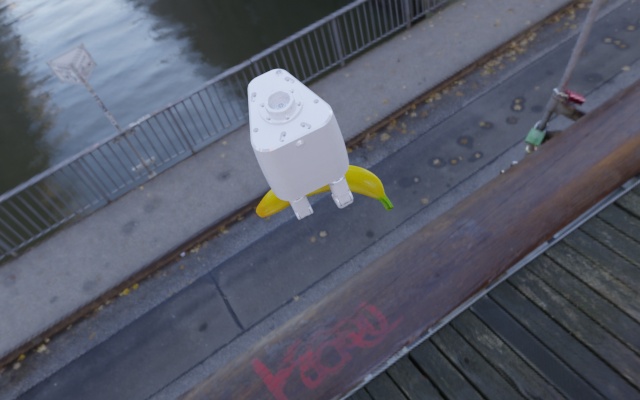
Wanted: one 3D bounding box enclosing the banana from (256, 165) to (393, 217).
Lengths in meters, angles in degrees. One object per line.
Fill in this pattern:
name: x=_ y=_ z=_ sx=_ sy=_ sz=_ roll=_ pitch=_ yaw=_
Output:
banana: x=0.003 y=-0.016 z=0.685 sx=0.198 sy=0.069 sz=0.037 roll=-3 pitch=-15 yaw=7
